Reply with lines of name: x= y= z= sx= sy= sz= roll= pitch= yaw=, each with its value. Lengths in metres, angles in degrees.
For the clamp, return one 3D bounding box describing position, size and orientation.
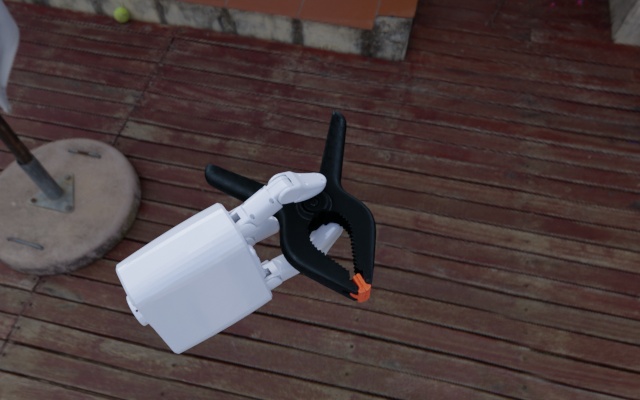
clamp: x=0.000 y=0.002 z=0.478 sx=0.164 sy=0.210 sz=0.036 roll=-32 pitch=-27 yaw=-14
